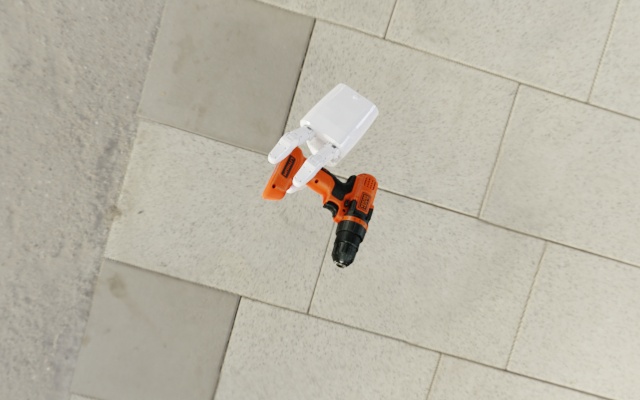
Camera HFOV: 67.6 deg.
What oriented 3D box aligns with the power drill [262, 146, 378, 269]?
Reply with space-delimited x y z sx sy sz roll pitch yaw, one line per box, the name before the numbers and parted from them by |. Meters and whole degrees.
power drill | 0.000 0.002 0.810 0.188 0.184 0.057 28 -33 -13
